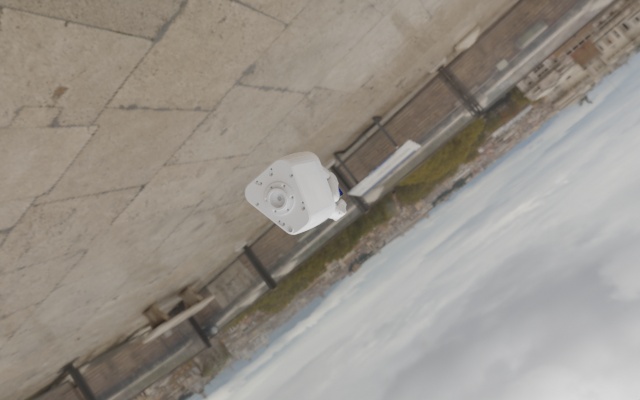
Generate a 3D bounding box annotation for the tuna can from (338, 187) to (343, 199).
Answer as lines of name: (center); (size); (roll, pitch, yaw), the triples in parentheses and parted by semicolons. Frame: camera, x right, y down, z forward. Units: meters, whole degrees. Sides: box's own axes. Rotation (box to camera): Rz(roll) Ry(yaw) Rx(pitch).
tuna can: (0.001, 0.003, 0.867); (0.086, 0.034, 0.086); (-40, -3, -3)
